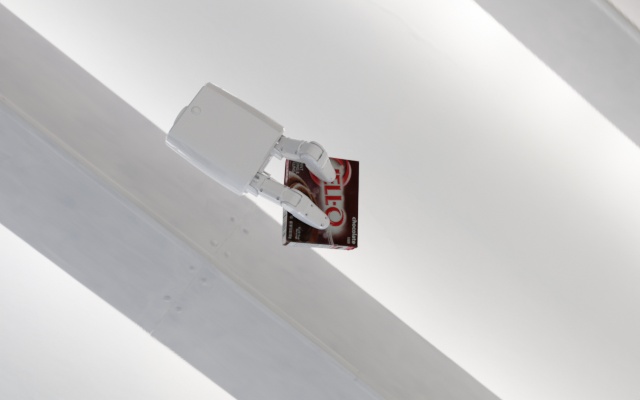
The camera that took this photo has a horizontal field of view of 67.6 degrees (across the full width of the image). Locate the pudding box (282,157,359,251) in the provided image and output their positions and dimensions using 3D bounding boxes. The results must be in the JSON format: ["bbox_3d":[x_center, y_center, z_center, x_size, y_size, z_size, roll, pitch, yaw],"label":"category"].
[{"bbox_3d":[0.000,0.002,0.585,0.090,0.113,0.039,6,-13,-15],"label":"pudding box"}]
